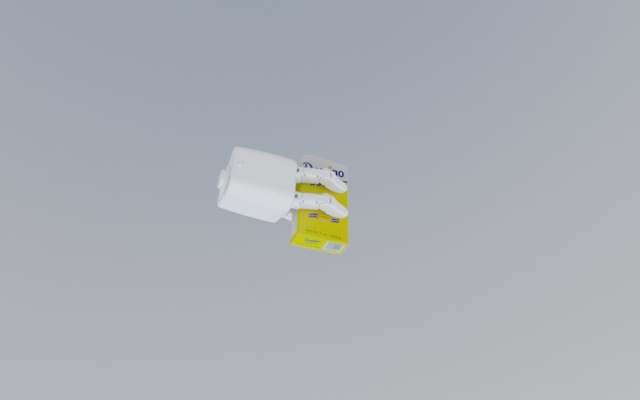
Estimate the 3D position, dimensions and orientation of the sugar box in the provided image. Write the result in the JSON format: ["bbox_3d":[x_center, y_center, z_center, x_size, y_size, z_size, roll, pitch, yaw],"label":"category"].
[{"bbox_3d":[0.000,0.002,0.836,0.093,0.176,0.048,14,-37,-17],"label":"sugar box"}]
